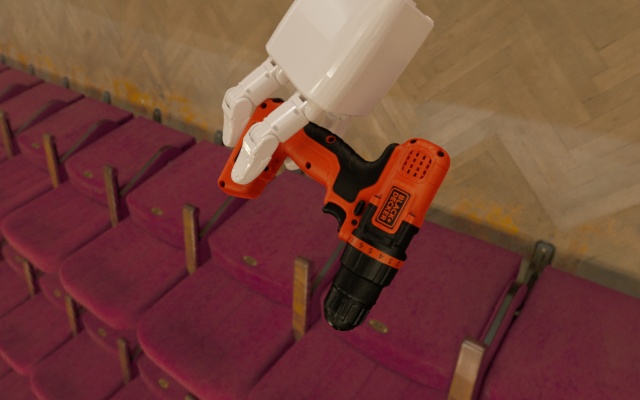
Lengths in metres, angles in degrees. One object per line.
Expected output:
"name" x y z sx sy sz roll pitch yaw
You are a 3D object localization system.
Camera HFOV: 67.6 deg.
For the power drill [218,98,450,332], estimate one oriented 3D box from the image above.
"power drill" 0.000 0.001 0.444 0.187 0.184 0.057 29 1 17
